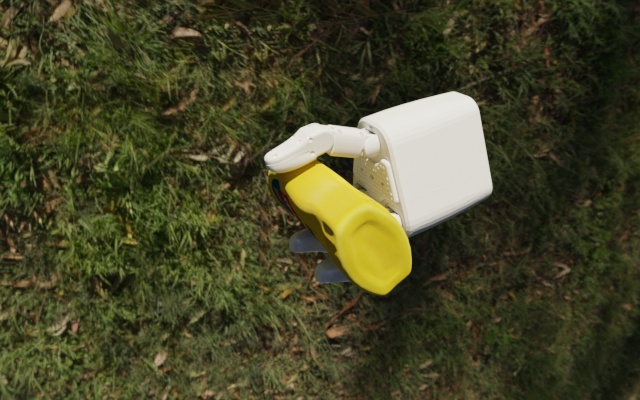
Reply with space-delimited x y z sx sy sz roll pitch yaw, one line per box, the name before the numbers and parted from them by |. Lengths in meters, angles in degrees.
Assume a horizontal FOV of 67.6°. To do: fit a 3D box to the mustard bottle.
mustard bottle | 0.000 0.002 0.434 0.096 0.058 0.191 52 -6 -38
